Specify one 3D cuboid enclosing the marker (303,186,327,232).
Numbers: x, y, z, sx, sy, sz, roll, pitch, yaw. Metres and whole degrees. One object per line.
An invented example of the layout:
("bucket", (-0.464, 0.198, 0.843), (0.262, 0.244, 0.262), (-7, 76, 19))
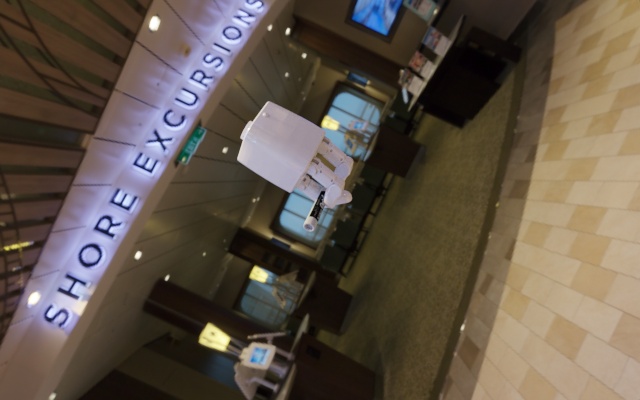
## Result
("marker", (0.000, 0.003, 0.775), (0.020, 0.020, 0.121), (0, 41, 23))
